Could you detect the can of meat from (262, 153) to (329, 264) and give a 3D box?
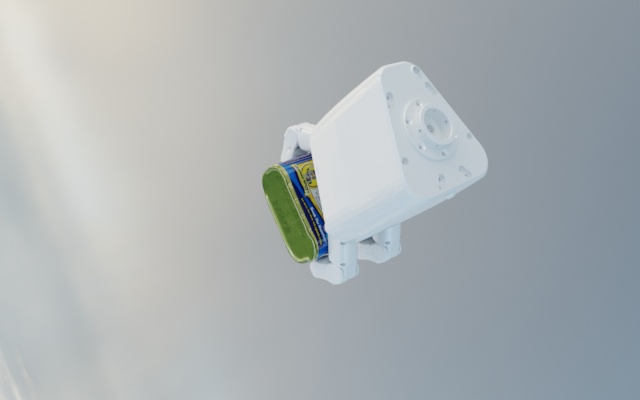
[{"bbox_3d":[0.000,0.002,0.468,0.084,0.102,0.057,-22,-4,-33],"label":"can of meat"}]
